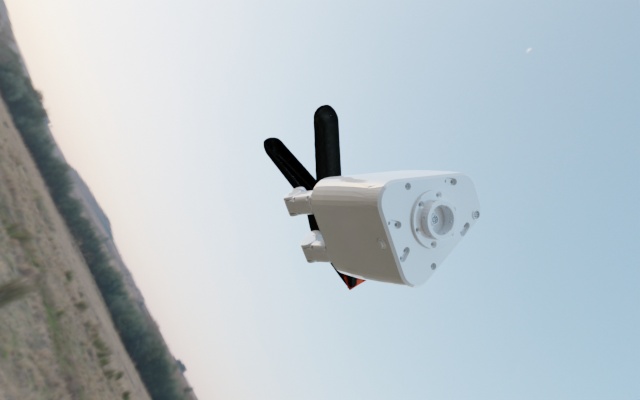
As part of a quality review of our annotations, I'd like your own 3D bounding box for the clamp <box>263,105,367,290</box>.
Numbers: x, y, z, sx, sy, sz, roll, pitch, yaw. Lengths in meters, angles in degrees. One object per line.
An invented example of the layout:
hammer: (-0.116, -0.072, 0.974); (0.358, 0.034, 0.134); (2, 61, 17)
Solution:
clamp: (0.001, 0.002, 0.557); (0.036, 0.210, 0.164); (-25, 13, -26)
